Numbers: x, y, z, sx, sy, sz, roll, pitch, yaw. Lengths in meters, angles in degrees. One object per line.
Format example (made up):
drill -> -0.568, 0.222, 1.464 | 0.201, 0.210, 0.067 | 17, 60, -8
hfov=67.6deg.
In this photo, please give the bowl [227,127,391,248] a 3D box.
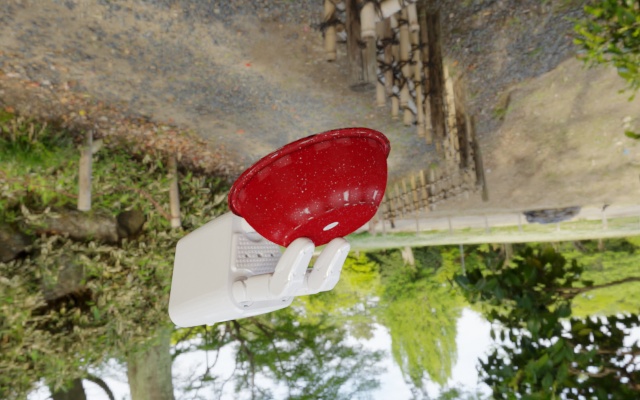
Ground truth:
bowl -> 0.001, 0.001, 0.439 | 0.162, 0.055, 0.162 | -20, -21, -8
